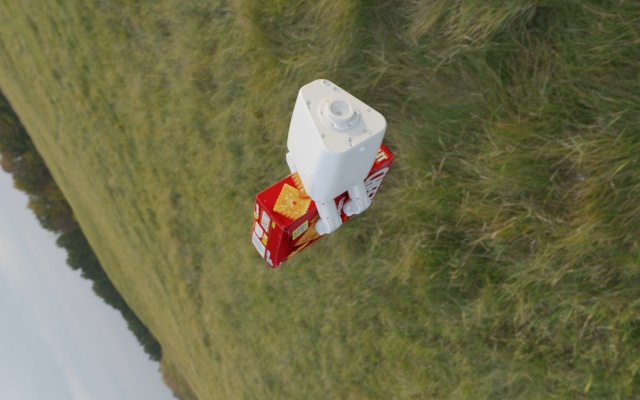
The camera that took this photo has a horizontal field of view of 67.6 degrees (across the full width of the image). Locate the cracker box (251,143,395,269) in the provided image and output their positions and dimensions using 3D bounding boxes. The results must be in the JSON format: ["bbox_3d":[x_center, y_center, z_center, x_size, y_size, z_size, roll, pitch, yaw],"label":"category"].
[{"bbox_3d":[0.000,0.002,0.742,0.213,0.072,0.164,-32,-18,-24],"label":"cracker box"}]
